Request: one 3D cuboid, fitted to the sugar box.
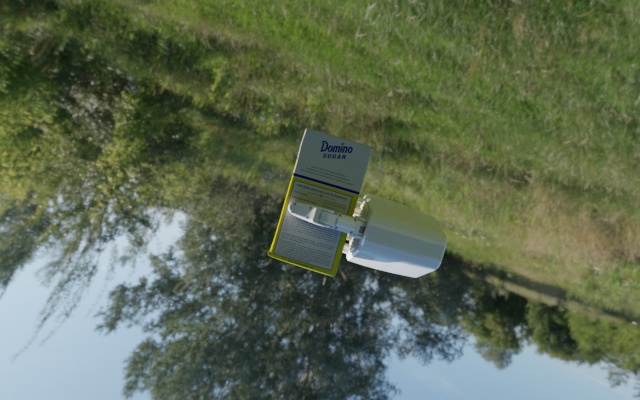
[{"bbox_3d":[0.000,0.002,0.634,0.093,0.176,0.048,17,-2,0],"label":"sugar box"}]
